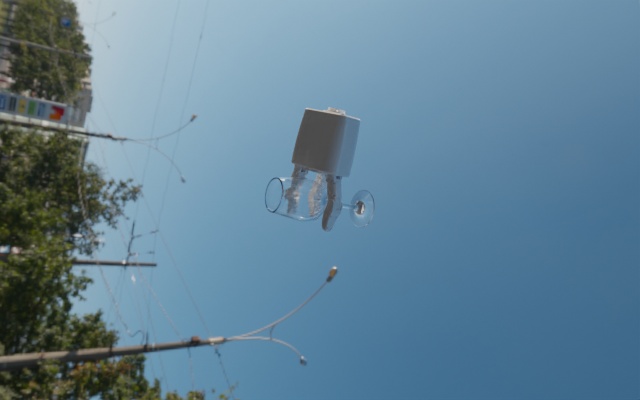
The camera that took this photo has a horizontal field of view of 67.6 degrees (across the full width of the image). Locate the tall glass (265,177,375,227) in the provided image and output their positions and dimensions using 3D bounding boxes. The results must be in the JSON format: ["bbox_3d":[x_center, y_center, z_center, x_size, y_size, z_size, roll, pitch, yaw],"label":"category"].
[{"bbox_3d":[0.001,0.003,0.880,0.201,0.079,0.079,9,-5,-34],"label":"tall glass"}]
